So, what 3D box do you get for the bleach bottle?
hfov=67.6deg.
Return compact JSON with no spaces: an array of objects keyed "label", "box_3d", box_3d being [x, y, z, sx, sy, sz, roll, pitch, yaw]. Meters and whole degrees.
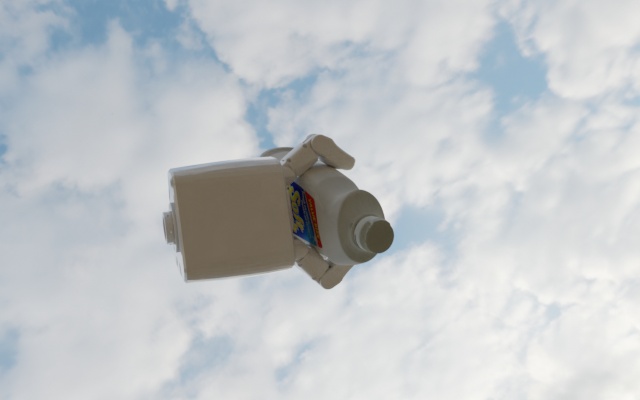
[{"label":"bleach bottle","box_3d":[0.000,0.002,0.510,0.068,0.102,0.251,-7,12,-22]}]
